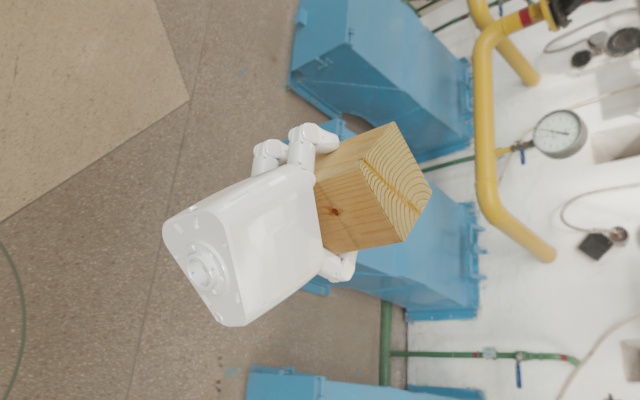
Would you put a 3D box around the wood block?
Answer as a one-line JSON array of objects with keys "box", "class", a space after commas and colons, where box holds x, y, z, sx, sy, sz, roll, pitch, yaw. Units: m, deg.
[{"box": [0.000, 0.002, 0.521, 0.206, 0.091, 0.090, -16, 24, 41], "class": "wood block"}]
